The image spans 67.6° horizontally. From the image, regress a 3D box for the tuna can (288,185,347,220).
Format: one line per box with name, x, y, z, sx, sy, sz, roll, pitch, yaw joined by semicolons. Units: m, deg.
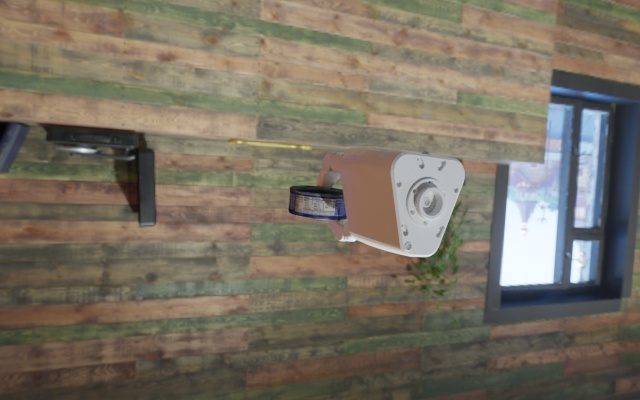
tuna can;0.000;0.003;0.636;0.086;0.034;0.086;5;8;-1
